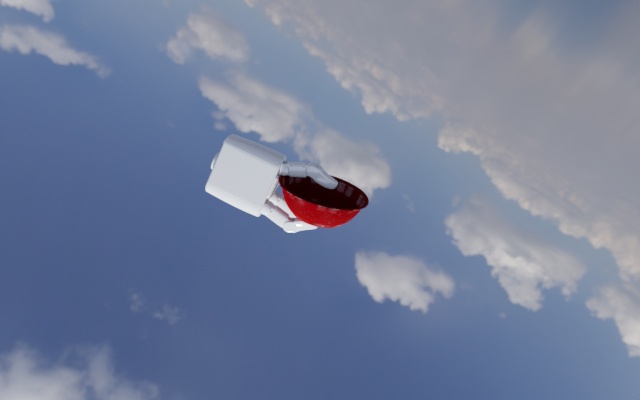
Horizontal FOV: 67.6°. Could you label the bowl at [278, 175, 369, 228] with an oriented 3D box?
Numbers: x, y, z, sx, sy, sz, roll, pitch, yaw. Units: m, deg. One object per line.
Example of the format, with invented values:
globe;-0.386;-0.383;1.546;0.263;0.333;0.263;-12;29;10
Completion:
bowl;0.001;0.004;0.834;0.162;0.055;0.162;13;22;-5
